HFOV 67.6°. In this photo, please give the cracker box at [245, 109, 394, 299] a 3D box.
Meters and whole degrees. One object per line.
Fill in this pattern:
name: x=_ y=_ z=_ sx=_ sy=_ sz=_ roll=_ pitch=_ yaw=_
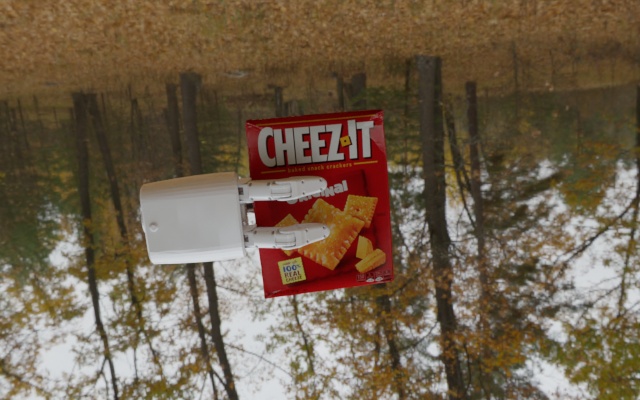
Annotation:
cracker box: x=0.000 y=0.002 z=0.587 sx=0.164 sy=0.214 sz=0.072 roll=-6 pitch=10 yaw=-6
